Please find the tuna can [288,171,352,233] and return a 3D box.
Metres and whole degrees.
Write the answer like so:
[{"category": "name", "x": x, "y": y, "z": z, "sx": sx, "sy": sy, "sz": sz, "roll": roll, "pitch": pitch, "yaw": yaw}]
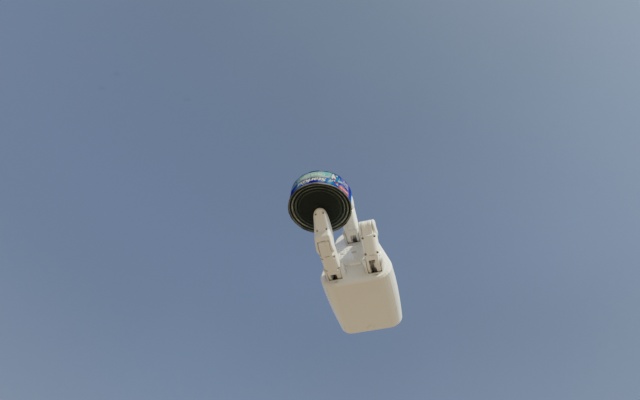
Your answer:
[{"category": "tuna can", "x": 0.000, "y": 0.002, "z": 0.648, "sx": 0.086, "sy": 0.086, "sz": 0.033, "roll": 0, "pitch": 38, "yaw": 5}]
